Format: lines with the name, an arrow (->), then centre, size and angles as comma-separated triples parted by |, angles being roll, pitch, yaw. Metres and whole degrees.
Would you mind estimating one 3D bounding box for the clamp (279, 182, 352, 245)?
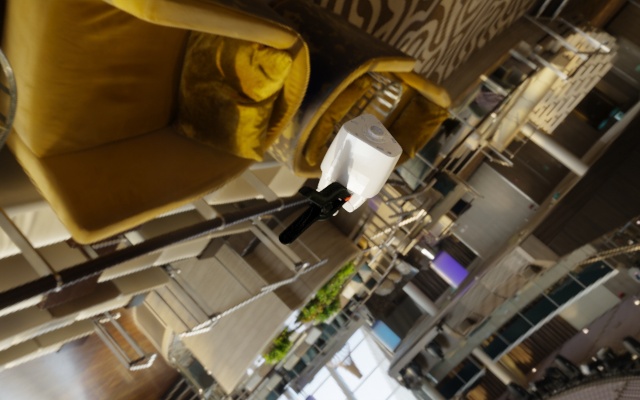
clamp -> 0.001, 0.003, 0.837 | 0.039, 0.120, 0.171 | 42, 45, 15
